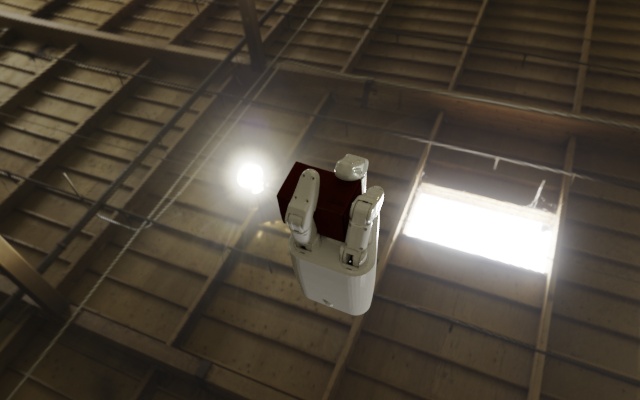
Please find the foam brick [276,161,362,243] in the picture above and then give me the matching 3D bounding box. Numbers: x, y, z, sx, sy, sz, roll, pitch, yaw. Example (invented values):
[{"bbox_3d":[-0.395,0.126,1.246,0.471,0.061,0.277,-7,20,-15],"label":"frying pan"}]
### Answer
[{"bbox_3d":[0.000,0.001,0.514,0.078,0.053,0.051,17,-34,18],"label":"foam brick"}]
